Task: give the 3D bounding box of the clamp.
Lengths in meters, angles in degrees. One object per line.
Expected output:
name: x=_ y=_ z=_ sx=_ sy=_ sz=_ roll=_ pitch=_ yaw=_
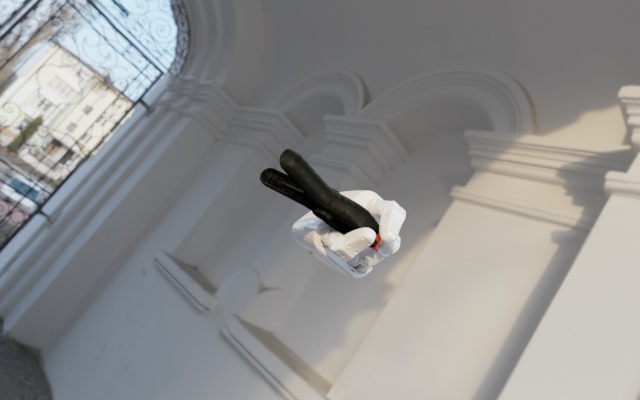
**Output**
clamp: x=0.001 y=0.002 z=0.586 sx=0.171 sy=0.039 sz=0.120 roll=41 pitch=-13 yaw=-19
